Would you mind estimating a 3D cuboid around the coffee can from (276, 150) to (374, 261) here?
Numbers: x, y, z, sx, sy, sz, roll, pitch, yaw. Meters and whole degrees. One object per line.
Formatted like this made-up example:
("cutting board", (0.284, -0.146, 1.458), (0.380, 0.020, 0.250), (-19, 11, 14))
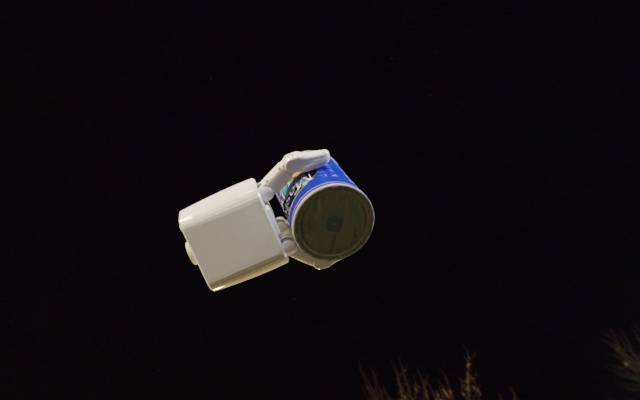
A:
("coffee can", (0.000, 0.002, 0.638), (0.103, 0.103, 0.140), (0, 23, -15))
